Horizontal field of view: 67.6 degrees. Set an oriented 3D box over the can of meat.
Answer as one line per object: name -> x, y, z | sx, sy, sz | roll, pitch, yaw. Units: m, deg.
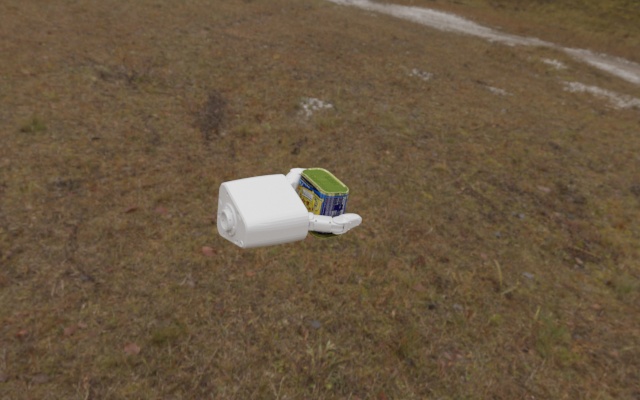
can of meat -> 0.000, 0.002, 0.797 | 0.057, 0.084, 0.102 | -7, 31, -30
